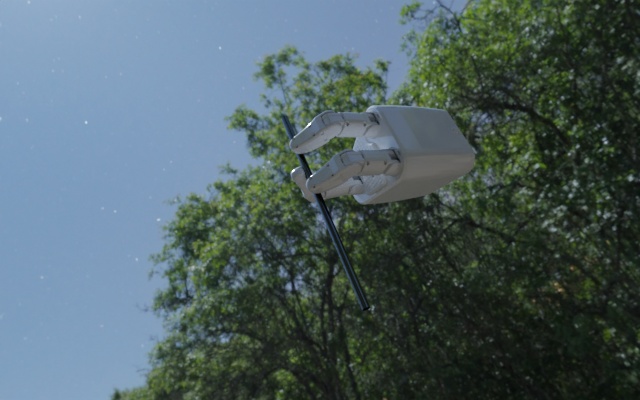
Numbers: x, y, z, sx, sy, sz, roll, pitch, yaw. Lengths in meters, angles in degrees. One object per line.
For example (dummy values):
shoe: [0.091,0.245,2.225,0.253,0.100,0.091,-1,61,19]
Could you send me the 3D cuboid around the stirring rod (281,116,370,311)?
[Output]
stirring rod: [0.000,0.002,0.490,0.011,0.239,0.011,-17,-30,-10]
